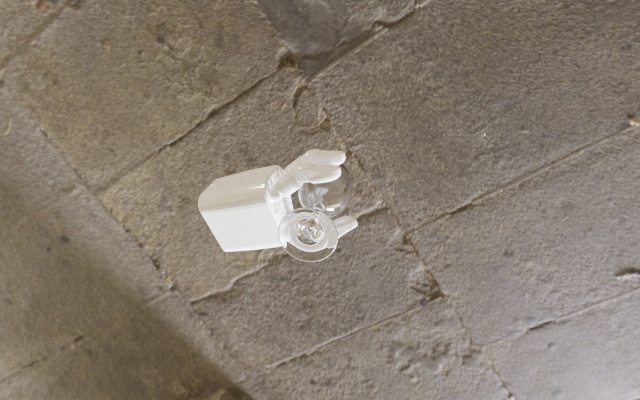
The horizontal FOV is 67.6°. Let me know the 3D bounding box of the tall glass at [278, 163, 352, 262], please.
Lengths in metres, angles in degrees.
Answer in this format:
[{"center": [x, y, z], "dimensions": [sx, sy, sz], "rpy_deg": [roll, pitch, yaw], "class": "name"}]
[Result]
[{"center": [0.000, 0.003, 0.665], "dimensions": [0.079, 0.079, 0.201], "rpy_deg": [0, 24, 11], "class": "tall glass"}]
